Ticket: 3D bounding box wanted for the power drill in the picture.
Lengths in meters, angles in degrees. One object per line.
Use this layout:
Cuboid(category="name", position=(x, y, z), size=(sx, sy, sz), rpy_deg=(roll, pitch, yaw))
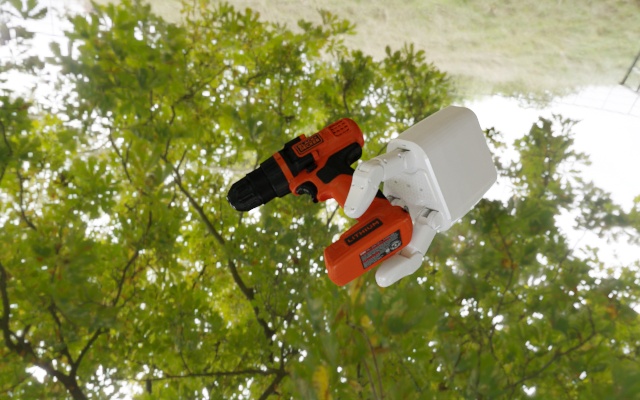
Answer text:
Cuboid(category="power drill", position=(0.001, 0.002, 0.544), size=(0.184, 0.187, 0.057), rpy_deg=(-32, -35, -5))
